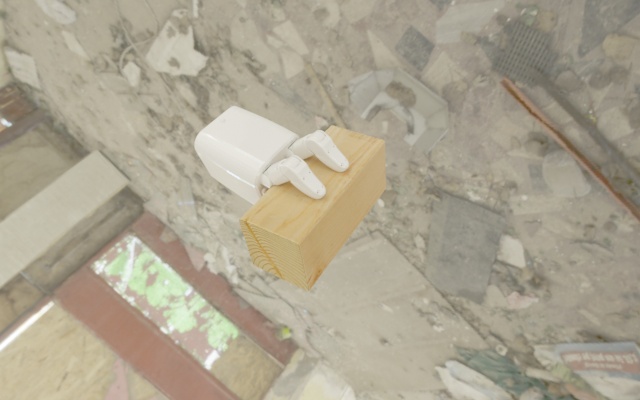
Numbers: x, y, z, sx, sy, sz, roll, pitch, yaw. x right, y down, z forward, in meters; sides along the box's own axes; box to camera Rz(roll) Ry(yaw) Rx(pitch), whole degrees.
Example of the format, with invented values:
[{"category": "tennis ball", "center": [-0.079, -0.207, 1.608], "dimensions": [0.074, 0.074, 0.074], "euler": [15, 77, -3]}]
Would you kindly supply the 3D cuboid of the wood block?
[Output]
[{"category": "wood block", "center": [0.000, 0.002, 0.626], "dimensions": [0.090, 0.091, 0.206], "euler": [21, 51, 27]}]
